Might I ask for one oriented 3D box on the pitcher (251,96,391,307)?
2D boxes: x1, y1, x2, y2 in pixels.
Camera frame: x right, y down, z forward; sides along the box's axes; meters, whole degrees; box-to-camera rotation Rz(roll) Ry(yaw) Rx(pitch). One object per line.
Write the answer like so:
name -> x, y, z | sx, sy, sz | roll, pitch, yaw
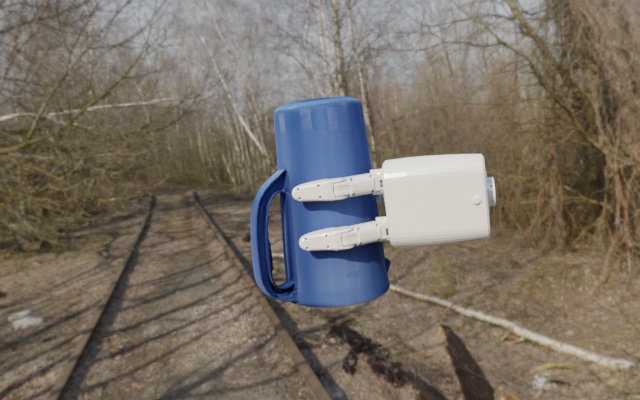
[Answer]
pitcher -> 0.000, 0.002, 0.587 | 0.145, 0.243, 0.149 | -5, 7, 16
